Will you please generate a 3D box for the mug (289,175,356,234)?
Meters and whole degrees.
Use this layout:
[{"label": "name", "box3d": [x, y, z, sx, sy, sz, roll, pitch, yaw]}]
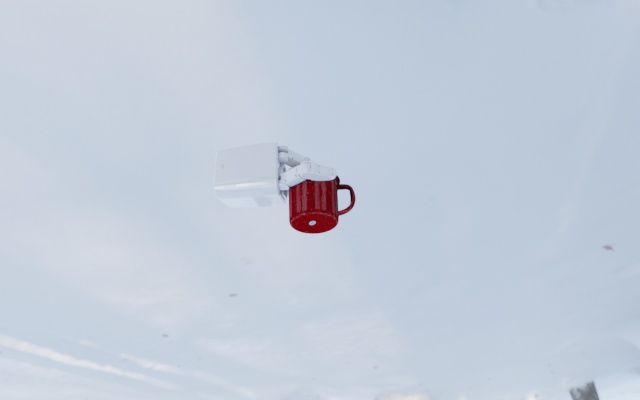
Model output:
[{"label": "mug", "box3d": [0.002, 0.003, 0.793, 0.117, 0.081, 0.093, -5, -29, 5]}]
